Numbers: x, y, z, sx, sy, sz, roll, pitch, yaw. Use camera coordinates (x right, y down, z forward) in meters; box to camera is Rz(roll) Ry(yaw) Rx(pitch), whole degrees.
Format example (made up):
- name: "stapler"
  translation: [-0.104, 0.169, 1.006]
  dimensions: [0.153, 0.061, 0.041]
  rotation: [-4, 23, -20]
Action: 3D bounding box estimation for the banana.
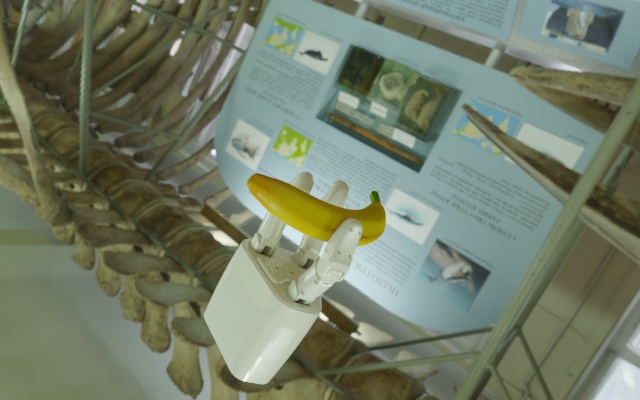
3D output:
- name: "banana"
  translation: [0.012, 0.014, 0.473]
  dimensions: [0.198, 0.037, 0.069]
  rotation: [8, 36, -50]
